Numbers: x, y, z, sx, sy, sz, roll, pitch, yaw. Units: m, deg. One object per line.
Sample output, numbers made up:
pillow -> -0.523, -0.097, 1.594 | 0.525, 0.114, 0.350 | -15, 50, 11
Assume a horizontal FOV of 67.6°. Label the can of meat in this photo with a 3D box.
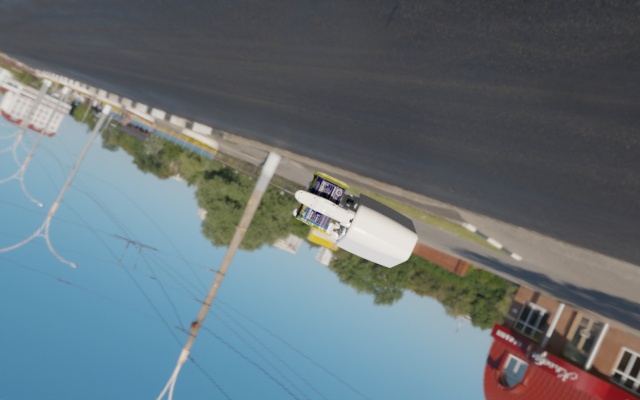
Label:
can of meat -> 0.000, 0.003, 0.792 | 0.057, 0.084, 0.102 | 25, -1, -5
